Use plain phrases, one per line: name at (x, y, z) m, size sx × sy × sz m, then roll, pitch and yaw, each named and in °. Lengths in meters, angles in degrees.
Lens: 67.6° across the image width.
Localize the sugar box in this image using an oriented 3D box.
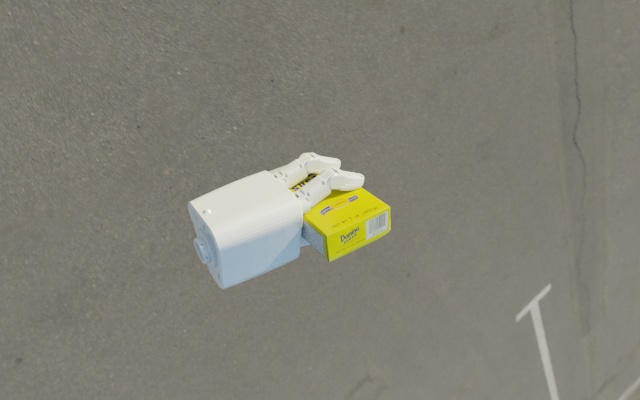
sugar box at (0.000, 0.002, 0.613) m, size 0.093 × 0.048 × 0.176 m, roll -23°, pitch 38°, yaw -24°
